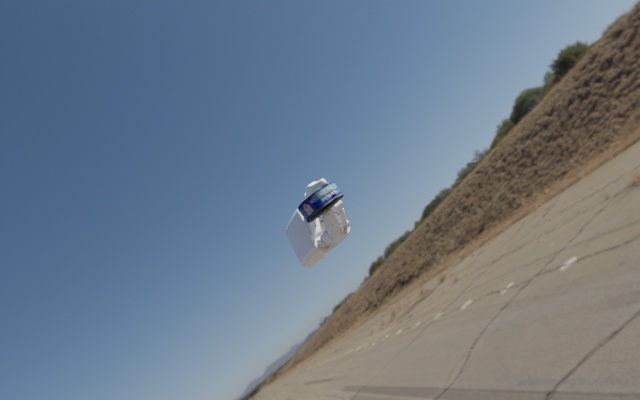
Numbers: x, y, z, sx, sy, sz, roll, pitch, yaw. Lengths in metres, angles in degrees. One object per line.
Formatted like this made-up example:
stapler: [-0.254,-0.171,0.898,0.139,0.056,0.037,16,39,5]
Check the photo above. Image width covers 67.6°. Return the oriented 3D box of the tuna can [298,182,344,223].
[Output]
tuna can: [0.000,0.002,0.890,0.086,0.033,0.086,-37,-8,-6]
